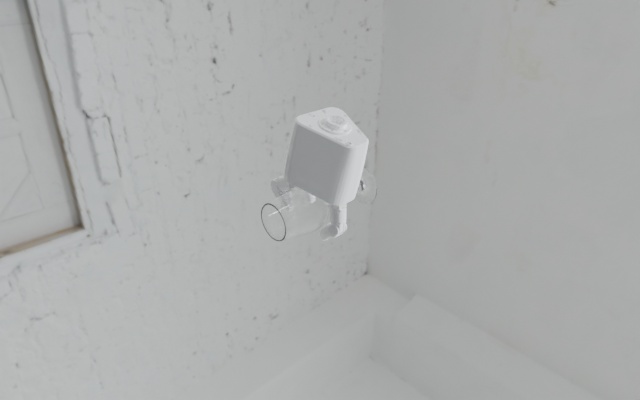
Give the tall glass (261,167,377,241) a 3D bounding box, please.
[{"bbox_3d":[0.001,0.003,0.788,0.201,0.079,0.079,-24,15,-37],"label":"tall glass"}]
